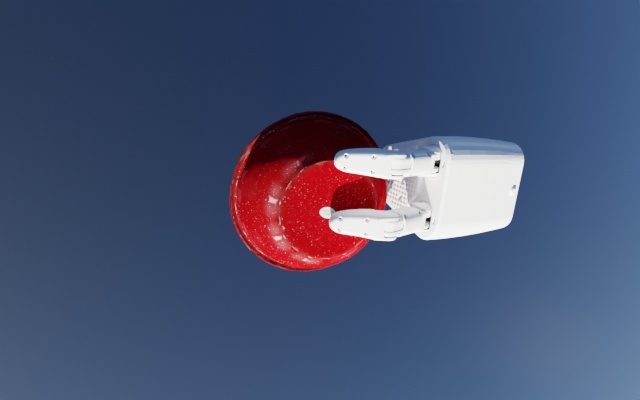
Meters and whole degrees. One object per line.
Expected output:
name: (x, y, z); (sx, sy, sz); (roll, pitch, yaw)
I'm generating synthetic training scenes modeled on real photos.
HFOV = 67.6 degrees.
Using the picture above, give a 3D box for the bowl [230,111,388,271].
bowl: (-0.001, 0.002, 0.442); (0.162, 0.162, 0.055); (0, 17, -18)
